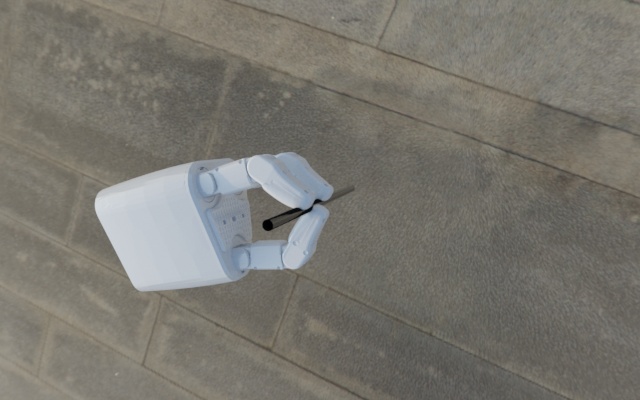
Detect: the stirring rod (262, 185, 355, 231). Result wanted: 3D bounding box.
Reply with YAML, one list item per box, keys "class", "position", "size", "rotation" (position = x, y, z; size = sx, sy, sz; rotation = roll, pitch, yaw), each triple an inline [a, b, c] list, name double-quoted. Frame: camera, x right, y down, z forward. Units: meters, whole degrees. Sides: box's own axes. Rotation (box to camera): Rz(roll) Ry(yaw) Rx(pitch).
- class: "stirring rod"
  position: [0.000, 0.001, 0.434]
  size: [0.011, 0.011, 0.239]
  rotation: [0, 7, 17]
